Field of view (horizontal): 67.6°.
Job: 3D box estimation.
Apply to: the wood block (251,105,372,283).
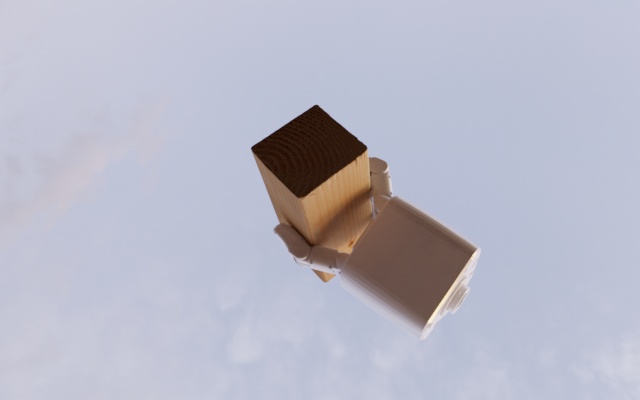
[{"bbox_3d":[0.000,0.002,0.567,0.091,0.090,0.206,-37,-30,-15],"label":"wood block"}]
